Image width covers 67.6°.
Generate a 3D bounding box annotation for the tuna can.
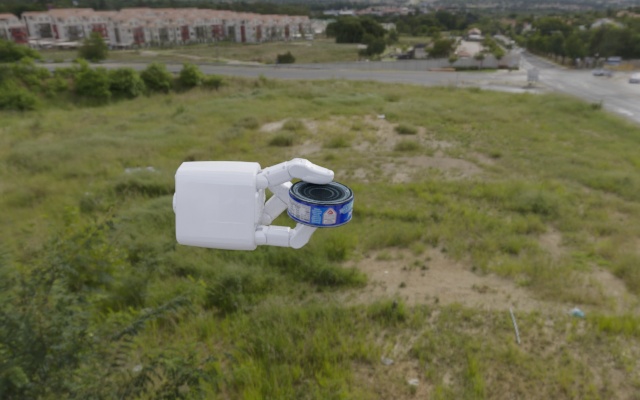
[{"bbox_3d":[0.000,0.002,0.621,0.086,0.034,0.086,4,24,-2],"label":"tuna can"}]
